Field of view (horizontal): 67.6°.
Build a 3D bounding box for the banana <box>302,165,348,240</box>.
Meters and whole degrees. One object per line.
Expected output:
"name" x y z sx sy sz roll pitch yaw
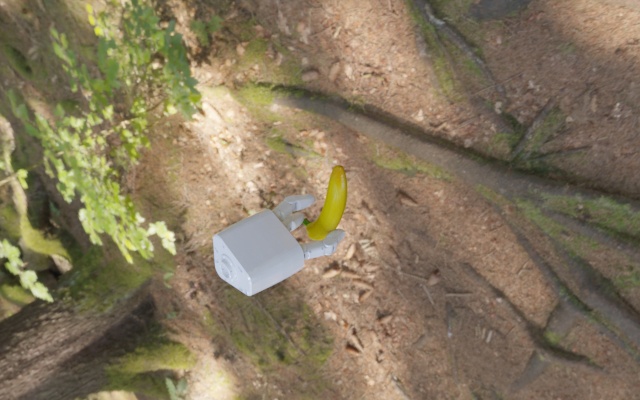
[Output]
"banana" 0.009 0.019 0.828 0.037 0.069 0.198 -24 -19 -33
